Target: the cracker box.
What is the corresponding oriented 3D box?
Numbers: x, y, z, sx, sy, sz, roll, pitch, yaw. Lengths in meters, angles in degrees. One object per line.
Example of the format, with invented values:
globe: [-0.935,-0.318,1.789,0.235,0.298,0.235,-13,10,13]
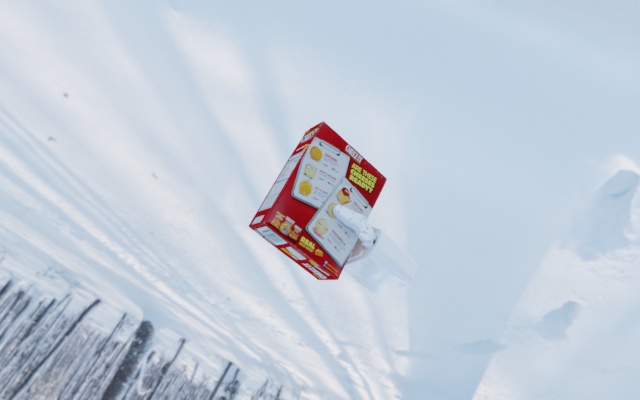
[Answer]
cracker box: [0.000,0.003,0.811,0.164,0.213,0.072,40,-28,-22]
